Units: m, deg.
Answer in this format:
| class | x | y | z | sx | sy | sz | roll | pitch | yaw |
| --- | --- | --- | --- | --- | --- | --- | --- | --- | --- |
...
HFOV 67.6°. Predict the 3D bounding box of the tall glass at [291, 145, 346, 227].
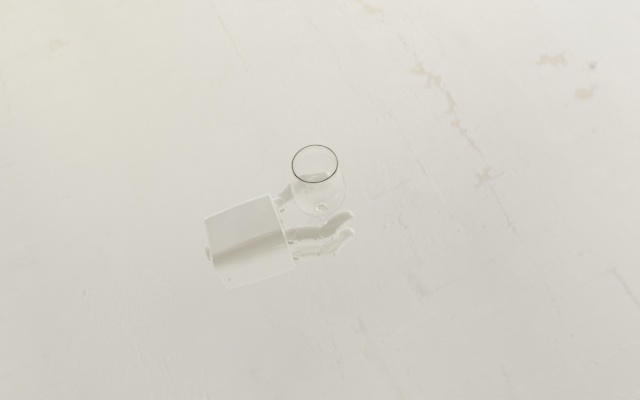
| class | x | y | z | sx | sy | sz | roll | pitch | yaw |
| --- | --- | --- | --- | --- | --- | --- | --- | --- | --- |
| tall glass | 0.000 | 0.003 | 0.706 | 0.079 | 0.079 | 0.201 | 0 | -31 | 5 |
